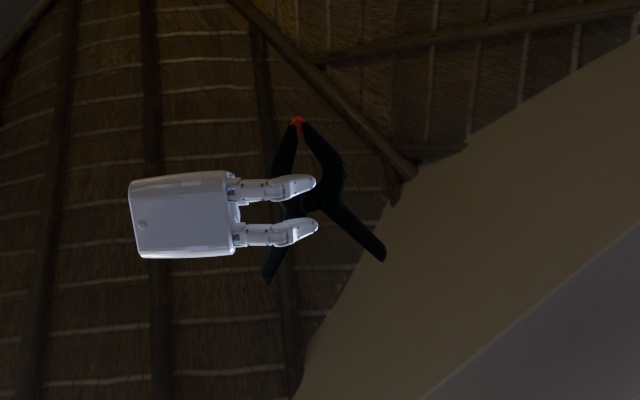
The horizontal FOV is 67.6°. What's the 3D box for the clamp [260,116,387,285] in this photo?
[{"bbox_3d":[0.000,0.001,0.588,0.164,0.210,0.036,-5,19,-5],"label":"clamp"}]
